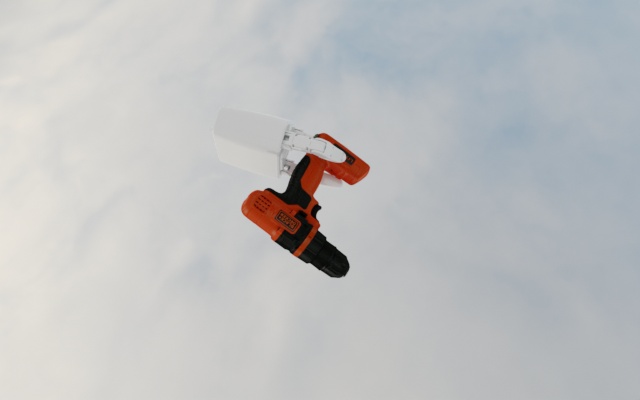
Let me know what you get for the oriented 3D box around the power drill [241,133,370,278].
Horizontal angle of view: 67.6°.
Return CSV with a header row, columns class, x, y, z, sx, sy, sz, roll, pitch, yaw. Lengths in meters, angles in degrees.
class,x,y,z,sx,sy,sz,roll,pitch,yaw
power drill,0.000,0.002,0.728,0.184,0.187,0.057,37,-29,-5
